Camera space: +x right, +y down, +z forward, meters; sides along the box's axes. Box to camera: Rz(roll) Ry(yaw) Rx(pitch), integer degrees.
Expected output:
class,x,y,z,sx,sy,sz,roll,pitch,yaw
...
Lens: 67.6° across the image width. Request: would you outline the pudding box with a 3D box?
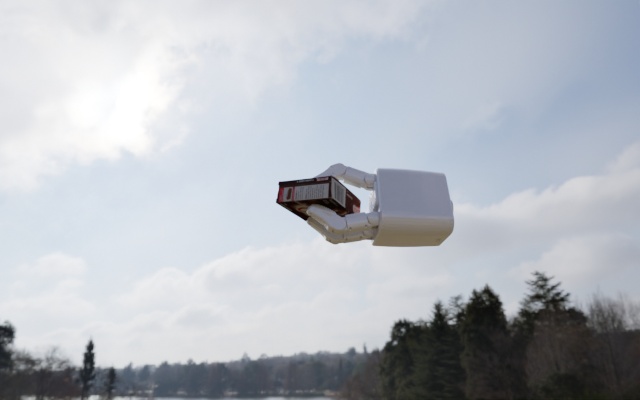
class,x,y,z,sx,sy,sz,roll,pitch,yaw
pudding box,0.000,0.002,0.714,0.090,0.039,0.113,-6,-23,25
